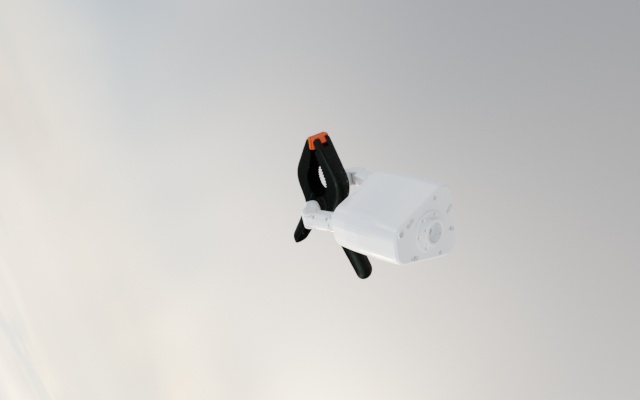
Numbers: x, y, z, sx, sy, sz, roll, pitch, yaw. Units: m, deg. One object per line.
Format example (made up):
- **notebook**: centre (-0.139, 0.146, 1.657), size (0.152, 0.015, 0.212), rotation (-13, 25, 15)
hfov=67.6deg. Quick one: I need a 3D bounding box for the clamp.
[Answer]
- **clamp**: centre (0.000, 0.002, 0.699), size (0.036, 0.210, 0.164), rotation (-27, 26, -34)
